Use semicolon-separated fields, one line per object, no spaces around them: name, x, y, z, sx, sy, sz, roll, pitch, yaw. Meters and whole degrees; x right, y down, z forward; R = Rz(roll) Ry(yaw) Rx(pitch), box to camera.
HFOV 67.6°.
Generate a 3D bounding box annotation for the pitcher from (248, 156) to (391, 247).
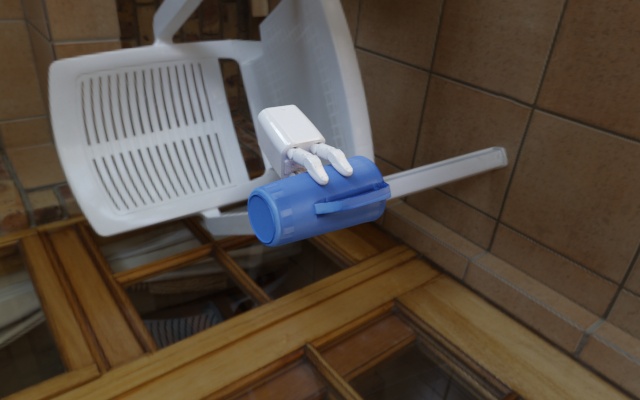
pitcher;0.000;0.003;0.874;0.243;0.145;0.149;-17;-33;-34
